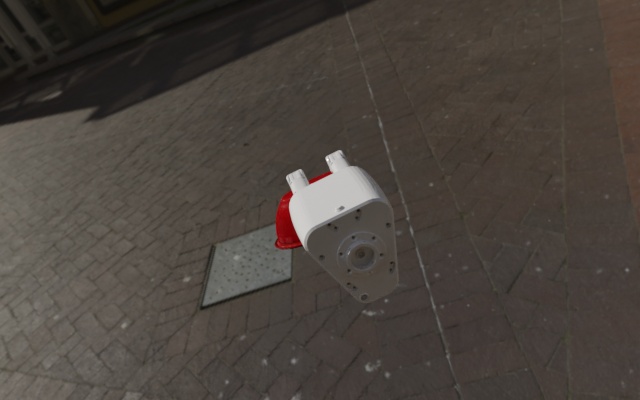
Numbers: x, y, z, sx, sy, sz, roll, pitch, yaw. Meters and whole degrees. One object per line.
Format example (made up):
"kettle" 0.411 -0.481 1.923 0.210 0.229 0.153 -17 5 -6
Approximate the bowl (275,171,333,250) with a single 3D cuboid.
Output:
"bowl" -0.001 0.002 0.641 0.162 0.055 0.162 -25 11 5
